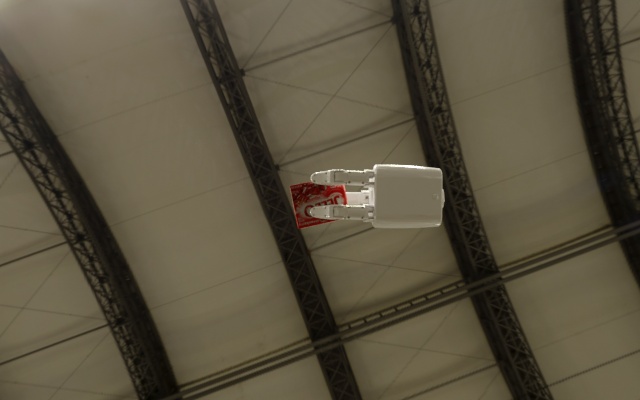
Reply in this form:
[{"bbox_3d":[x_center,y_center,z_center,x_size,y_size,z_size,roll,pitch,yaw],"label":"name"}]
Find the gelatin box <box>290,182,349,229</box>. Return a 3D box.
[{"bbox_3d":[0.000,0.003,0.786,0.089,0.073,0.030,-12,-4,5],"label":"gelatin box"}]
